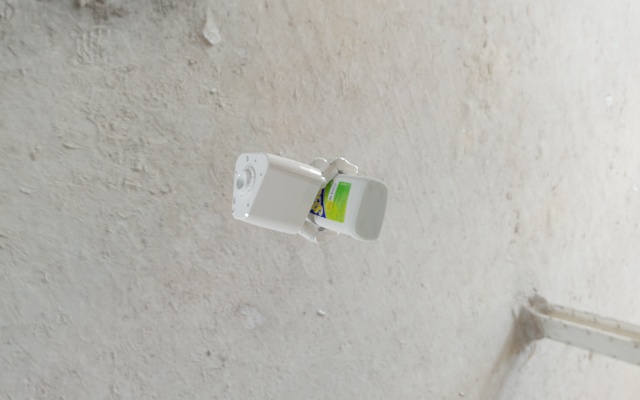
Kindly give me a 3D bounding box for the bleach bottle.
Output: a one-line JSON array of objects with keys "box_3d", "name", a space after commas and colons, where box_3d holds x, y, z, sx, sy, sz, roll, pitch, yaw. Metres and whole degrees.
[{"box_3d": [0.000, 0.003, 0.827, 0.068, 0.102, 0.251, 17, -7, -40], "name": "bleach bottle"}]
